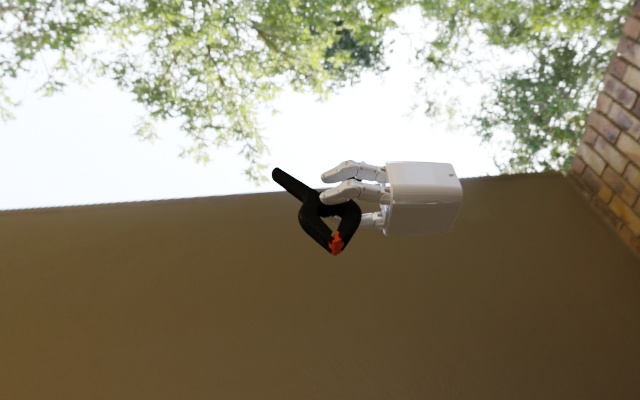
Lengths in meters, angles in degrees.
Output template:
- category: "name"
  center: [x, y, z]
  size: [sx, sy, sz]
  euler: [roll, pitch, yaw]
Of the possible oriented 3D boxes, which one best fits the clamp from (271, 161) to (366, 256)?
- category: "clamp"
  center: [0.000, 0.003, 0.737]
  size: [0.164, 0.036, 0.209]
  euler: [-1, 38, 0]
